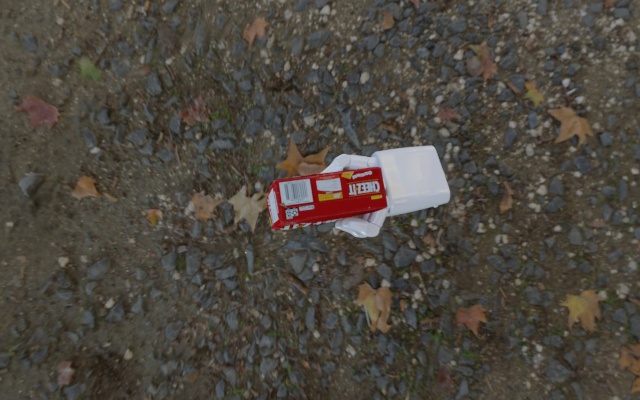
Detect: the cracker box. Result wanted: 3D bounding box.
[{"bbox_3d":[0.000,0.002,0.792,0.164,0.072,0.214,-8,-5,-10],"label":"cracker box"}]
